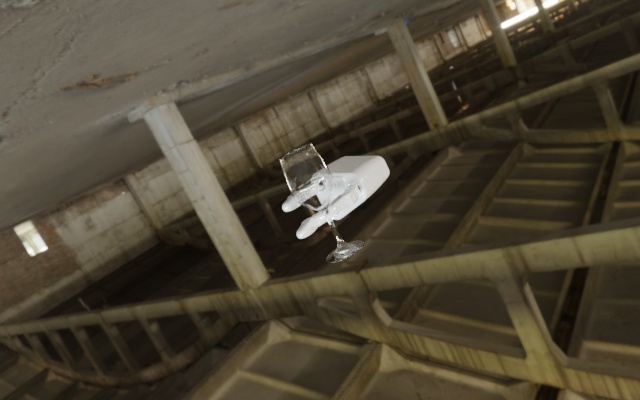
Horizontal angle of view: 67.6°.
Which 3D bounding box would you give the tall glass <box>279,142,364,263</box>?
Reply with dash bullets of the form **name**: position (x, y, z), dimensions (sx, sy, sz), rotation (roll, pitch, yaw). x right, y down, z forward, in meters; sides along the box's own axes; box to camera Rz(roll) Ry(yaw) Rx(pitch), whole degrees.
- **tall glass**: position (0.000, 0.003, 0.824), dimensions (0.079, 0.201, 0.079), rotation (-26, 11, 5)
